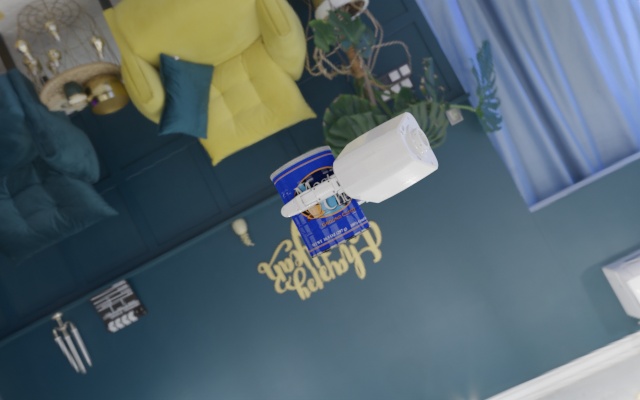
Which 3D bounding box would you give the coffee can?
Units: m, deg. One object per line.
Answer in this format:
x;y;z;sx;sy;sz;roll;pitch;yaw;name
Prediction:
0.000;0.002;0.728;0.103;0.140;0.103;-27;-3;-2;coffee can
